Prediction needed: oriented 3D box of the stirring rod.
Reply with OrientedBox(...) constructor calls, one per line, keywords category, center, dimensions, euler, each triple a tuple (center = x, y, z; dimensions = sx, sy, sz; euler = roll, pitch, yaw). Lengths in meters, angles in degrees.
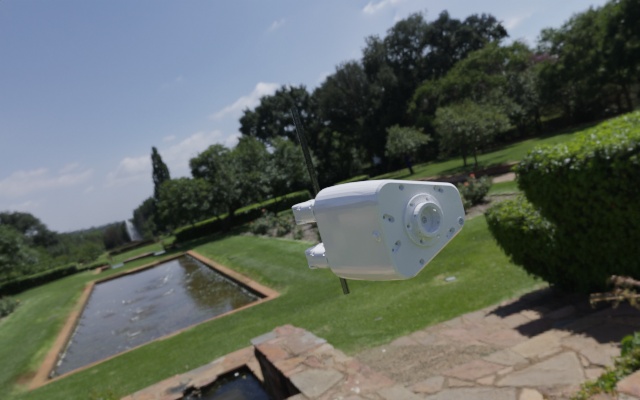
OrientedBox(category="stirring rod", center=(0.000, 0.002, 0.595), dimensions=(0.011, 0.239, 0.011), euler=(-16, 4, 1))
